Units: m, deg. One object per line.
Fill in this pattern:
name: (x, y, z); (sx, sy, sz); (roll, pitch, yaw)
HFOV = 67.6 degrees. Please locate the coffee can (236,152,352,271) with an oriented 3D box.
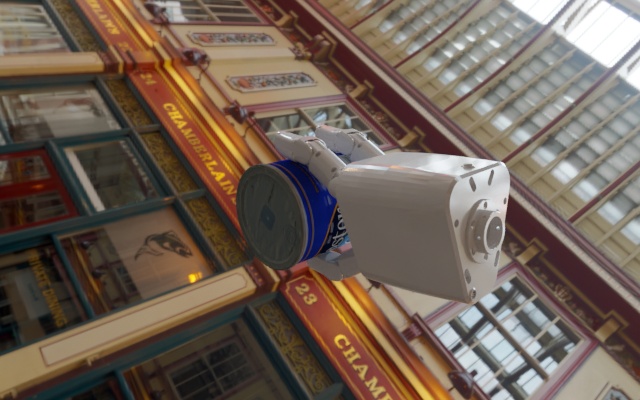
coffee can: (0.000, 0.002, 0.492); (0.140, 0.103, 0.103); (-17, 11, -41)
